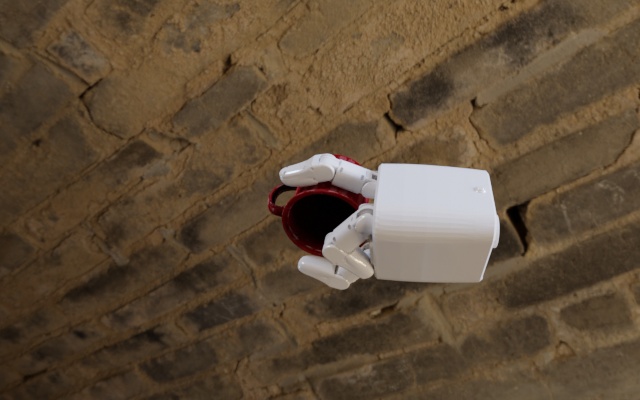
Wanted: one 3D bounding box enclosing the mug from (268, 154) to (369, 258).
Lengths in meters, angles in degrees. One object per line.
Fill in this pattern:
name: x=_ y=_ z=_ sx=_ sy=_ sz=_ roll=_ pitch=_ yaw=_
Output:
mug: x=-0.001 y=0.002 z=0.532 sx=0.117 sy=0.093 sz=0.081 roll=4 pitch=38 yaw=10
